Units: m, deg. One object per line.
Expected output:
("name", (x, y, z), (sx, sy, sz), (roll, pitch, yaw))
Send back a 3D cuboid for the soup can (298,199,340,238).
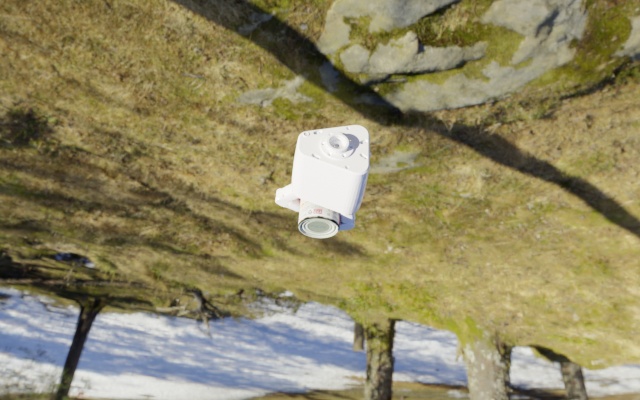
("soup can", (0.000, 0.003, 0.790), (0.068, 0.102, 0.068), (3, -32, 2))
